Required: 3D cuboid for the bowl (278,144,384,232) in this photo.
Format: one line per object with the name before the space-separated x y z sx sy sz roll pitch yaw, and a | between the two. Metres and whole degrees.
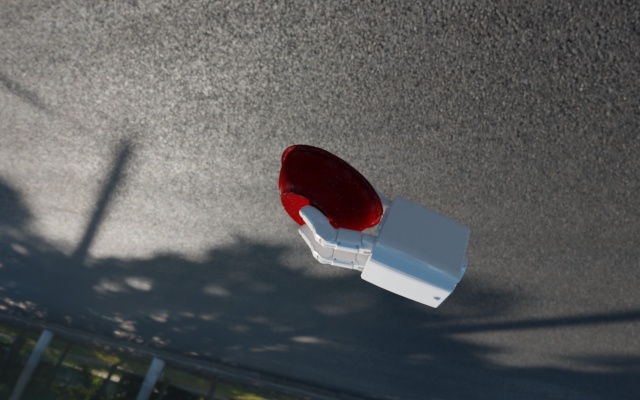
bowl | -0.001 0.002 0.636 0.162 0.055 0.162 29 -26 16
